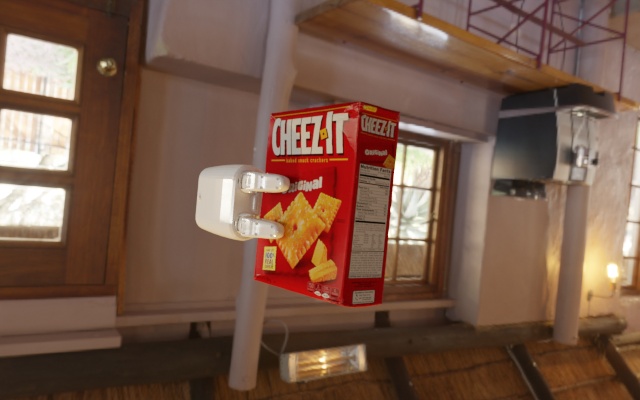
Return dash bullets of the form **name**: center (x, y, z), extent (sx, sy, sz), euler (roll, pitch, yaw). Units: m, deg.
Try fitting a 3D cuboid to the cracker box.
- **cracker box**: center (0.000, 0.002, 0.557), extent (0.072, 0.213, 0.164), euler (5, 0, -41)
